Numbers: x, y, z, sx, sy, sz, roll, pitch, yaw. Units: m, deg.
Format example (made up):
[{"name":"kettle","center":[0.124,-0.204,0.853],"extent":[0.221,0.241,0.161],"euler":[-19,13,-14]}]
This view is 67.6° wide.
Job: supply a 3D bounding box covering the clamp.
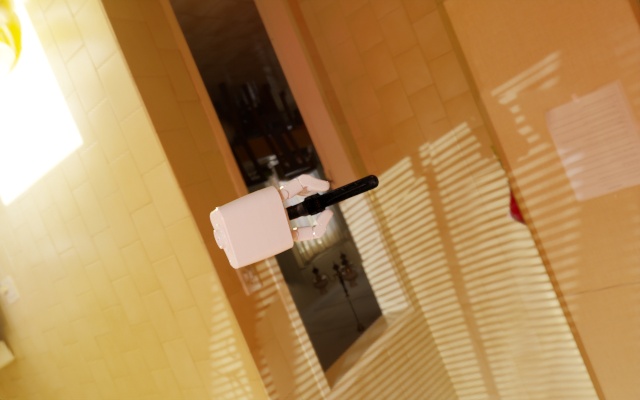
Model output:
[{"name":"clamp","center":[0.000,0.004,0.867],"extent":[0.164,0.036,0.210],"euler":[-20,0,-24]}]
